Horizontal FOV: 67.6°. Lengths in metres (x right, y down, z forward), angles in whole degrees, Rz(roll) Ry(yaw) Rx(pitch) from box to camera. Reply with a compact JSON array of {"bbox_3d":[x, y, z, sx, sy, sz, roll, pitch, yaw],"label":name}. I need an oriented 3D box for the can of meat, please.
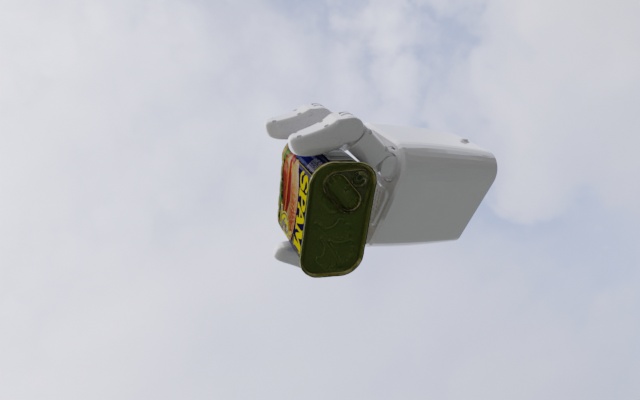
[{"bbox_3d":[0.000,0.001,0.416,0.057,0.102,0.084,-2,24,-21],"label":"can of meat"}]
